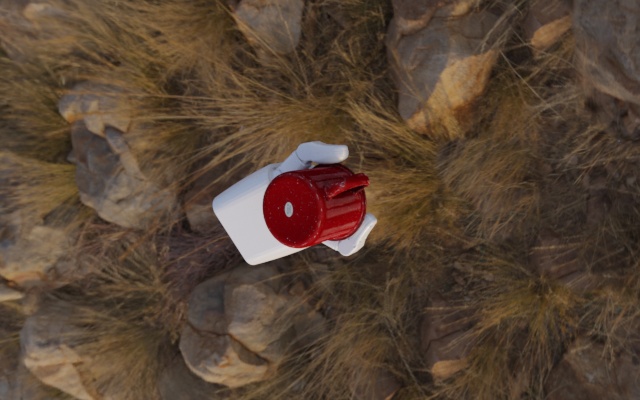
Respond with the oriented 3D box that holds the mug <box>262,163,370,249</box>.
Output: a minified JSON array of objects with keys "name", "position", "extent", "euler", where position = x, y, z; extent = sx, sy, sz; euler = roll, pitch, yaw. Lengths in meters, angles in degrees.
[{"name":"mug","position":[0.001,0.001,0.515],"extent":[0.117,0.093,0.081],"euler":[-26,-8,33]}]
